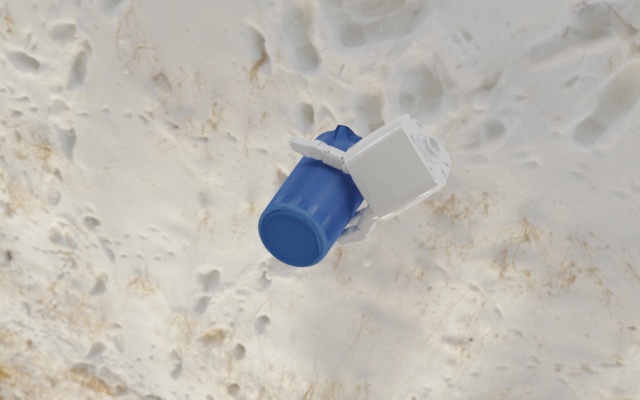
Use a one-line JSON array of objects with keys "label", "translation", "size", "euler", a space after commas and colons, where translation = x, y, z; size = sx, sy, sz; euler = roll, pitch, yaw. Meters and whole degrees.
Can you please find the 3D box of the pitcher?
[{"label": "pitcher", "translation": [0.000, 0.002, 0.759], "size": [0.145, 0.149, 0.242], "euler": [-30, 16, 35]}]
